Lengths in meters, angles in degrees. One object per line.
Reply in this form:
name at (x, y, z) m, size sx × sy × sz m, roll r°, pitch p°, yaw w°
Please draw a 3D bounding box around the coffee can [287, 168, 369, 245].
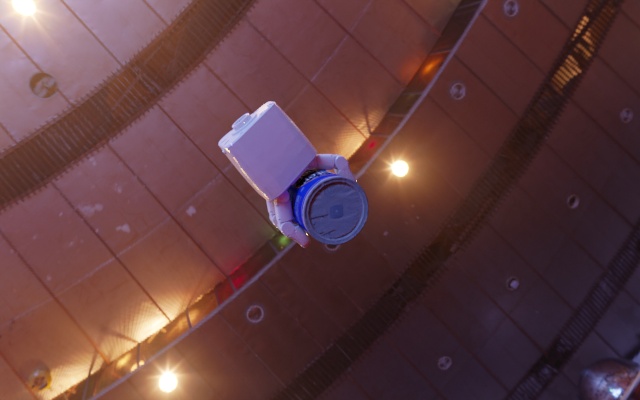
coffee can at (0.000, 0.003, 0.757) m, size 0.103 × 0.103 × 0.140 m, roll 0°, pitch 11°, yaw -21°
